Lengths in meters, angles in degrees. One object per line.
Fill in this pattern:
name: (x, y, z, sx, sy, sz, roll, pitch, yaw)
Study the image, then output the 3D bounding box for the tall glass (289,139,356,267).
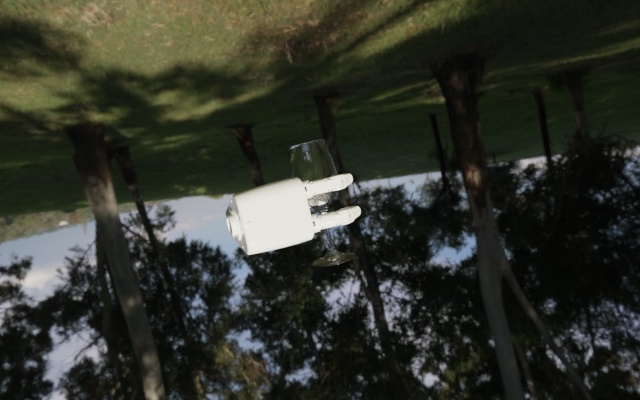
tall glass: (0.000, 0.003, 0.786, 0.079, 0.201, 0.079, -13, 5, 1)
